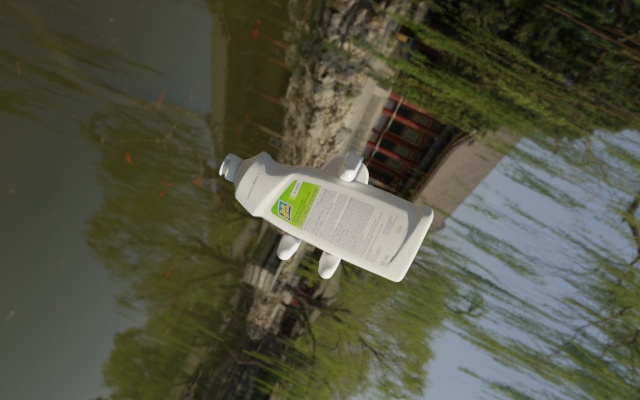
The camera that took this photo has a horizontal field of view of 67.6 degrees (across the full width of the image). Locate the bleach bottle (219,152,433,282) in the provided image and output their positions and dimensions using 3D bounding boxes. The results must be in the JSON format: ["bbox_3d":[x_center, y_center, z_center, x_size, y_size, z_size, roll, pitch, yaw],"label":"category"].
[{"bbox_3d":[0.000,0.002,0.579,0.251,0.102,0.068,26,5,1],"label":"bleach bottle"}]
